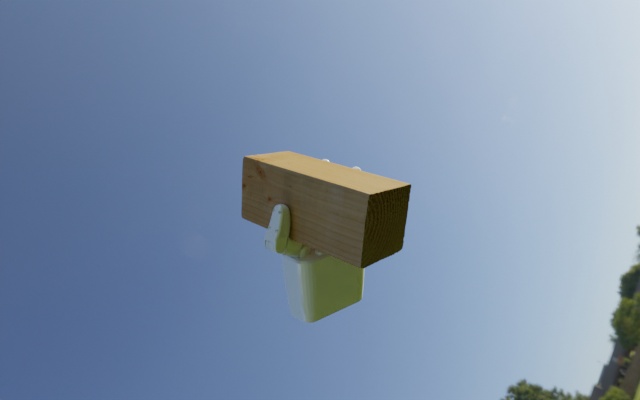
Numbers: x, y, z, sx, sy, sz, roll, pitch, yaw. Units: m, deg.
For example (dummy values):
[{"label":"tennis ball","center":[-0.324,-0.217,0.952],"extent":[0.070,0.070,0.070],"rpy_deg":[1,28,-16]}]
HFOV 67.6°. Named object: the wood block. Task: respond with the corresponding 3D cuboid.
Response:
[{"label":"wood block","center":[0.000,0.002,0.613],"extent":[0.206,0.090,0.091],"rpy_deg":[18,22,37]}]
